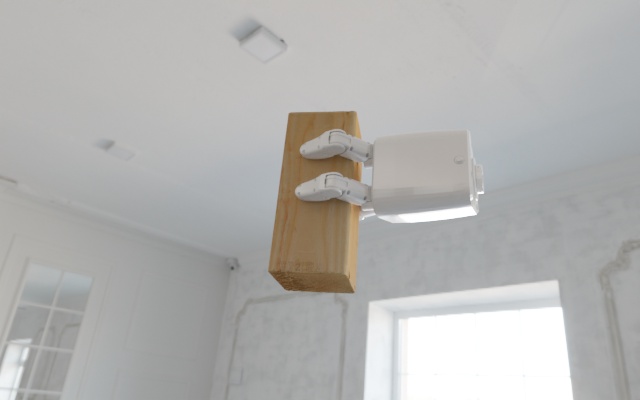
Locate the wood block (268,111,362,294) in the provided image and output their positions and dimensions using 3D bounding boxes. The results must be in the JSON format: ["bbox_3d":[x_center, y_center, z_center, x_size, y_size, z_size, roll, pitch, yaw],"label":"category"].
[{"bbox_3d":[0.001,0.002,0.590,0.090,0.206,0.091,0,-24,11],"label":"wood block"}]
